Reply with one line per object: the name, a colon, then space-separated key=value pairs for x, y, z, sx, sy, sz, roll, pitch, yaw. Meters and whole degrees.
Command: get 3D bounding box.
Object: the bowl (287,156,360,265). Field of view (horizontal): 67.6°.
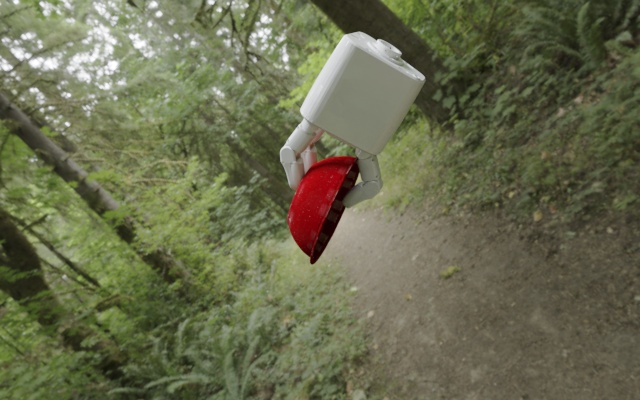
bowl: x=-0.001 y=0.003 z=0.642 sx=0.055 sy=0.162 sz=0.162 roll=24 pitch=4 yaw=9
